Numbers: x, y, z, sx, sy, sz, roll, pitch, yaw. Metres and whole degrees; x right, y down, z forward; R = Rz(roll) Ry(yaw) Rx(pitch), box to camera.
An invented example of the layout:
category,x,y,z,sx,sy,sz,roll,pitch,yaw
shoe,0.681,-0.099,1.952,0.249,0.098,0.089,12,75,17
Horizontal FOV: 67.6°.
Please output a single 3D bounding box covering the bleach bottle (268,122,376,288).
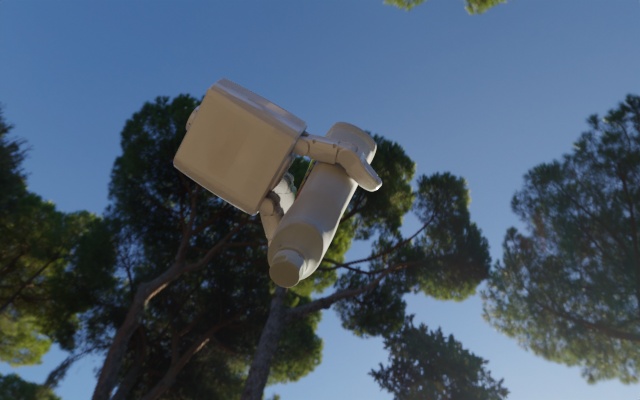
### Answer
category,x,y,z,sx,sy,sz,roll,pitch,yaw
bleach bottle,0.000,0.002,0.521,0.068,0.103,0.250,30,30,-2
